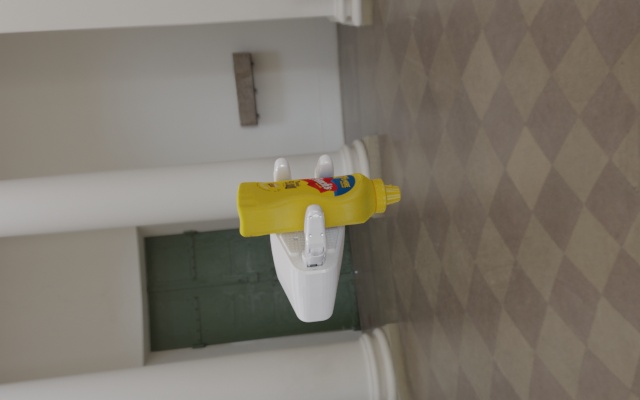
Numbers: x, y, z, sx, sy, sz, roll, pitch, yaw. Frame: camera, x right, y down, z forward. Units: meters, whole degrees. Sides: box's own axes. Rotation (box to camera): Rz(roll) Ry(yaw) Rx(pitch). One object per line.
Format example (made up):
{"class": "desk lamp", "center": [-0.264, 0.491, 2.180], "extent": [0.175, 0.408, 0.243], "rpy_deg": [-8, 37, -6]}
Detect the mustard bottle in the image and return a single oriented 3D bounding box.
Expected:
{"class": "mustard bottle", "center": [0.000, 0.002, 0.566], "extent": [0.191, 0.058, 0.096], "rpy_deg": [-5, 16, -6]}
